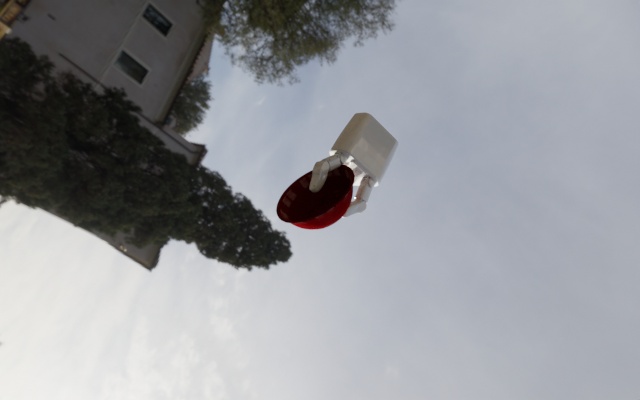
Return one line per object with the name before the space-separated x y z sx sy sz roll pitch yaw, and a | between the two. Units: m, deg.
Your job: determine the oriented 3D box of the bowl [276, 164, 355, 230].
bowl | -0.001 0.004 0.890 0.162 0.055 0.162 -22 32 15
